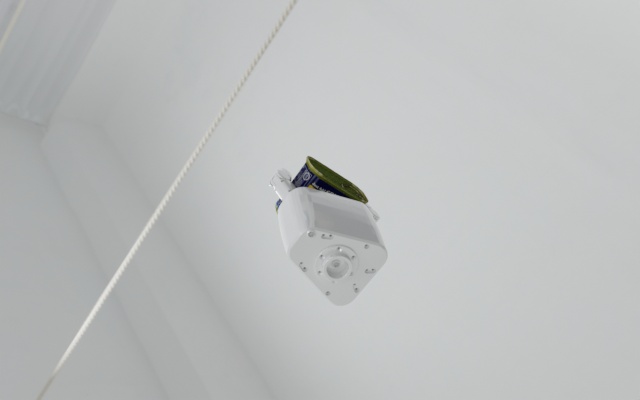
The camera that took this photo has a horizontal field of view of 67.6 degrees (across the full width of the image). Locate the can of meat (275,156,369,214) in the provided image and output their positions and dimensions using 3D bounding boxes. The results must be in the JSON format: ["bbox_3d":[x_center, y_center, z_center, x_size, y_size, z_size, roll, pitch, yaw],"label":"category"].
[{"bbox_3d":[0.000,0.002,0.660,0.102,0.084,0.057,31,16,-23],"label":"can of meat"}]
